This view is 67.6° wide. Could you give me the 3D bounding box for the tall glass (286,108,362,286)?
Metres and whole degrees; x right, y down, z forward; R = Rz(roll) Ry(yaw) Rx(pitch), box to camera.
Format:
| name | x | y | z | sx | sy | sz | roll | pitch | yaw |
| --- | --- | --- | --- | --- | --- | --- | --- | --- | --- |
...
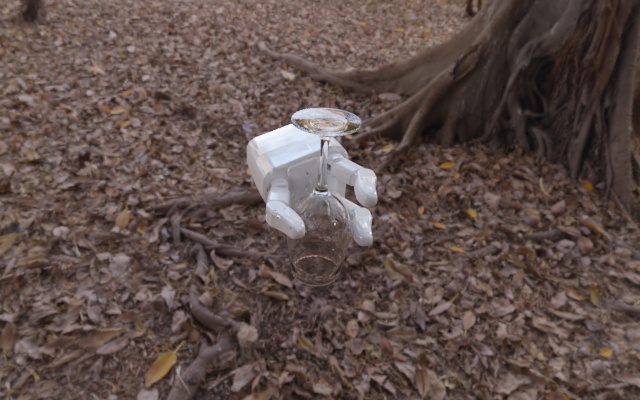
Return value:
| name | x | y | z | sx | sy | sz | roll | pitch | yaw |
| --- | --- | --- | --- | --- | --- | --- | --- | --- | --- |
| tall glass | 0.000 | 0.001 | 0.546 | 0.079 | 0.201 | 0.079 | 3 | 31 | -2 |
